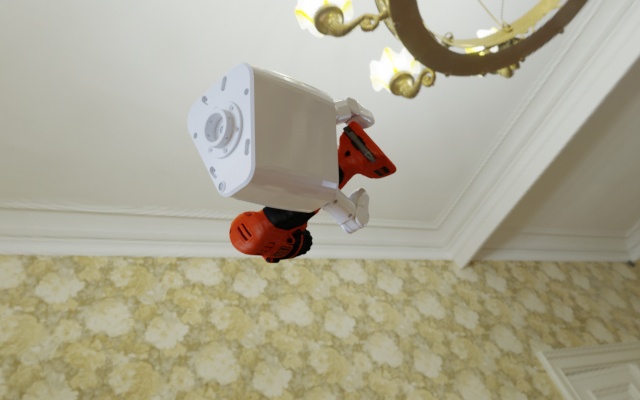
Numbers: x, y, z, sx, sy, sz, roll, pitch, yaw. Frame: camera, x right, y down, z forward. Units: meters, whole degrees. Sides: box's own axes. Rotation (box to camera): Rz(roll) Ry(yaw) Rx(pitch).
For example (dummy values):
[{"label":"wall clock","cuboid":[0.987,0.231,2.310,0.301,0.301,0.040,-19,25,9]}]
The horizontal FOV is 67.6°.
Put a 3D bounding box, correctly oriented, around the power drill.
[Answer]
[{"label":"power drill","cuboid":[0.000,0.001,0.560,0.187,0.057,0.184,-42,-16,8]}]
